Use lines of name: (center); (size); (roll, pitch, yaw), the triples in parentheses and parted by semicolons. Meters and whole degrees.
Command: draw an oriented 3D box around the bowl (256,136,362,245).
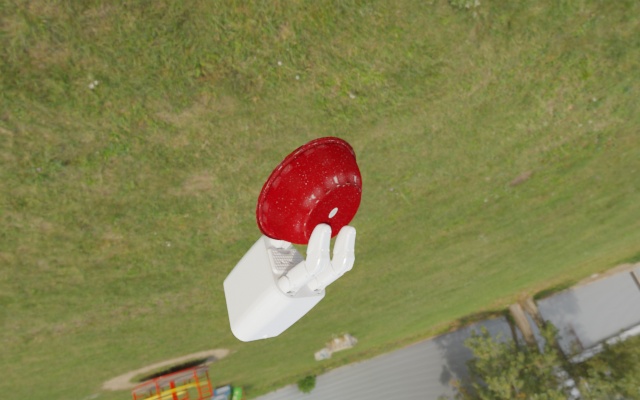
bowl: (0.001, 0.001, 0.604); (0.162, 0.162, 0.055); (0, 34, -48)
